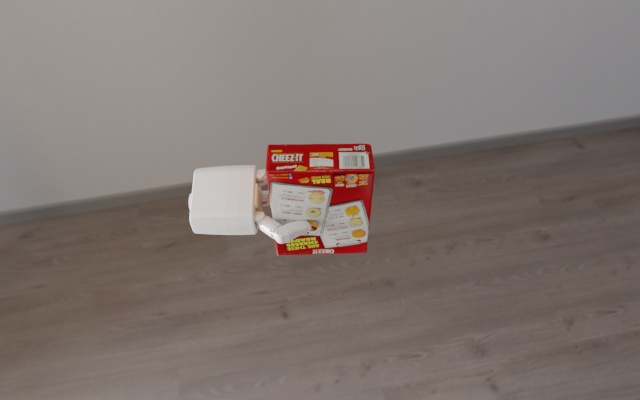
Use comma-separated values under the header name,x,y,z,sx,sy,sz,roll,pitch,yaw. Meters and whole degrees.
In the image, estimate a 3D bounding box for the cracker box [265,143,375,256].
name,x,y,z,sx,sy,sz,roll,pitch,yaw
cracker box,0.000,0.003,0.798,0.164,0.072,0.214,-1,-41,0
